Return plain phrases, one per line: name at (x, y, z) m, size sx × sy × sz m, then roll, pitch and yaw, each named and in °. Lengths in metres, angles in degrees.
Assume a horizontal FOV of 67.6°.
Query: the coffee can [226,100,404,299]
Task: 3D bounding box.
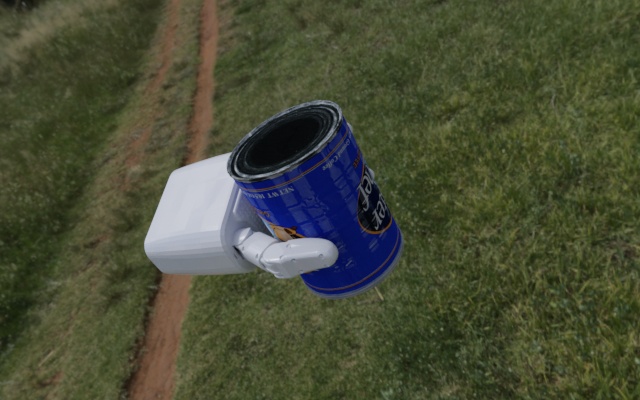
coffee can at (0.000, 0.001, 0.411) m, size 0.103 × 0.140 × 0.102 m, roll -21°, pitch 33°, yaw 15°
